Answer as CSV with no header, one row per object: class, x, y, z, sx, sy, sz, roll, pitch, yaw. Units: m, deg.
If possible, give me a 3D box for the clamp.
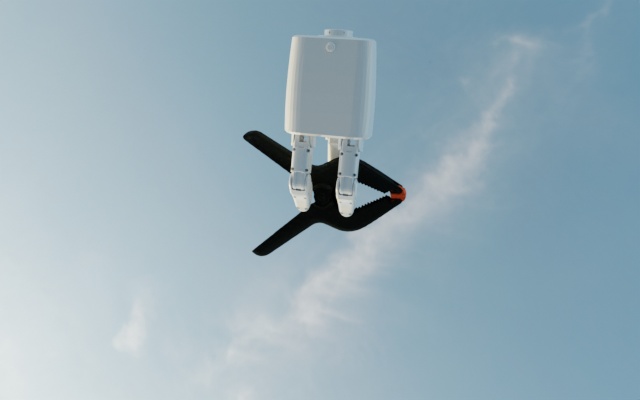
clamp,0.001,0.002,0.604,0.210,0.164,0.036,7,15,11
